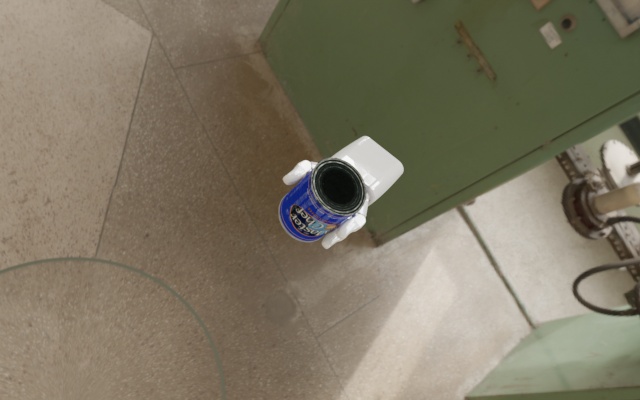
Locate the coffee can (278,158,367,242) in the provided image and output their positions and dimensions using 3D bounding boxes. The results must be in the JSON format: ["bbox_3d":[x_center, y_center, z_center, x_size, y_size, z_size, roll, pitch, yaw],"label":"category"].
[{"bbox_3d":[0.000,0.003,0.824,0.103,0.102,0.140,0,-22,-28],"label":"coffee can"}]
